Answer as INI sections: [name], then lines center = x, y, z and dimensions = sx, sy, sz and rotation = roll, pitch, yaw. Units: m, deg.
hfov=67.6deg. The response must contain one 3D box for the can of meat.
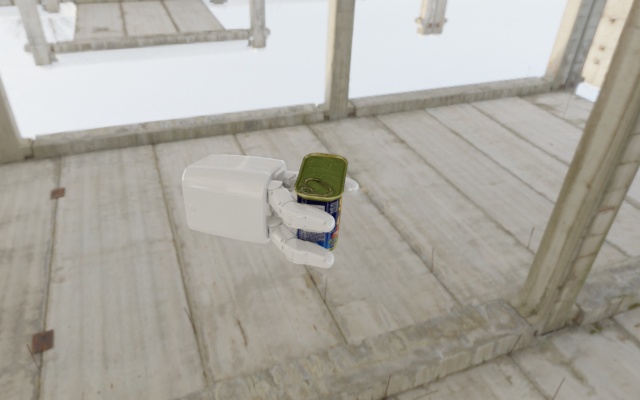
[can of meat]
center = 0.000, 0.002, 0.595
dimensions = 0.057, 0.084, 0.102
rotation = 6, 34, 4
